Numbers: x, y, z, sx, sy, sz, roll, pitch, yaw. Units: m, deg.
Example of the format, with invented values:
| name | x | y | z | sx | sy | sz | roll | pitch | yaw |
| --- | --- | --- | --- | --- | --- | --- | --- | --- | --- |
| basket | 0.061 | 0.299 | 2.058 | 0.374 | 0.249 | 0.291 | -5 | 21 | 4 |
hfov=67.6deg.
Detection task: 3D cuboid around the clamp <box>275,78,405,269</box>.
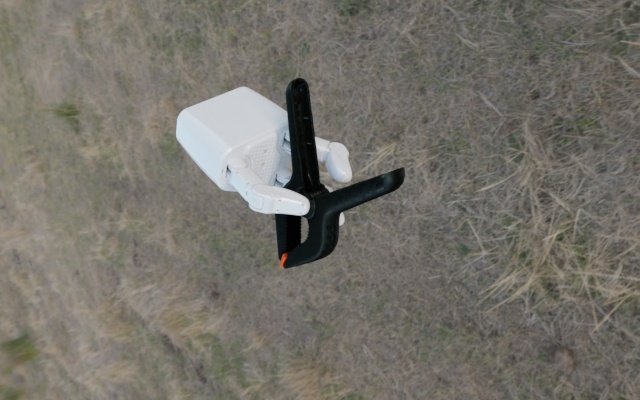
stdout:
| name | x | y | z | sx | sy | sz | roll | pitch | yaw |
| --- | --- | --- | --- | --- | --- | --- | --- | --- | --- |
| clamp | -0.001 | 0.002 | 0.499 | 0.036 | 0.210 | 0.164 | -15 | 43 | -39 |
